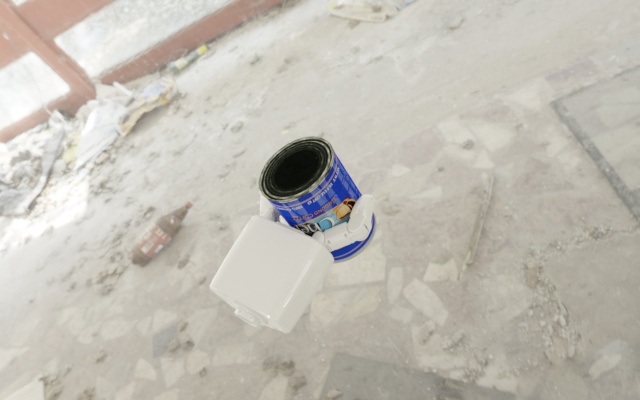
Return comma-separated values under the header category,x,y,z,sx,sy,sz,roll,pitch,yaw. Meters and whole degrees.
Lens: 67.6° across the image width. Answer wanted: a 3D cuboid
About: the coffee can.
category,x,y,z,sx,sy,sz,roll,pitch,yaw
coffee can,0.000,0.002,0.618,0.103,0.102,0.140,0,-37,33
